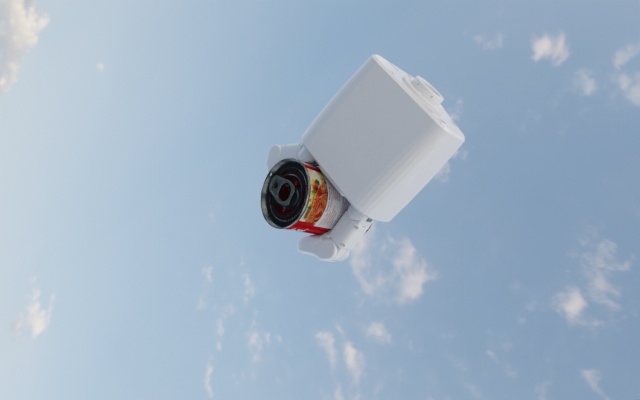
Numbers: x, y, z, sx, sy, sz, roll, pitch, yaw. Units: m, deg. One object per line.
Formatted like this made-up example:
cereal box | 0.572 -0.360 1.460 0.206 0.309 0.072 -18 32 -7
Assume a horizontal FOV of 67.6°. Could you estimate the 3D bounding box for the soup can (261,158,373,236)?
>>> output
soup can | 0.000 0.002 0.483 0.068 0.068 0.102 0 -10 44
